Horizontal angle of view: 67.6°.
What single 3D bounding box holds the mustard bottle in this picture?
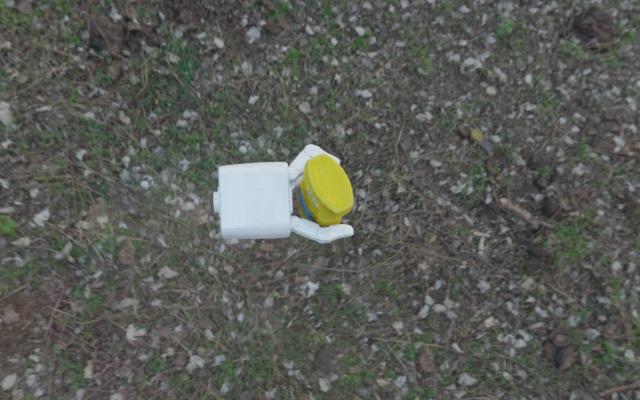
[{"bbox_3d":[0.000,0.002,0.783,0.058,0.096,0.192,-27,-12,-16],"label":"mustard bottle"}]
